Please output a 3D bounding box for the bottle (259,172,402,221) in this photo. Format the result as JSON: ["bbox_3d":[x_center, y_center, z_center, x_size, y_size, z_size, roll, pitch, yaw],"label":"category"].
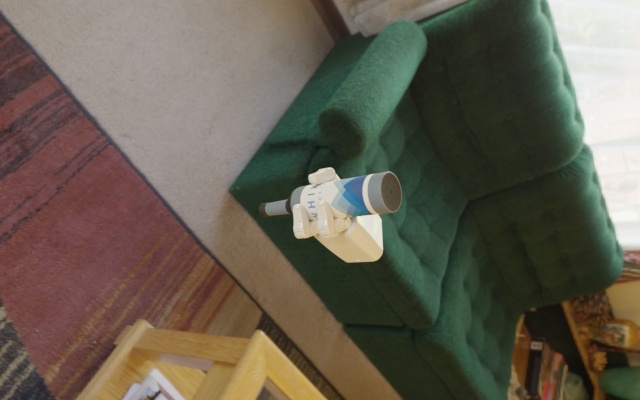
[{"bbox_3d":[0.000,0.003,0.856,0.296,0.069,0.069,-8,-5,39],"label":"bottle"}]
